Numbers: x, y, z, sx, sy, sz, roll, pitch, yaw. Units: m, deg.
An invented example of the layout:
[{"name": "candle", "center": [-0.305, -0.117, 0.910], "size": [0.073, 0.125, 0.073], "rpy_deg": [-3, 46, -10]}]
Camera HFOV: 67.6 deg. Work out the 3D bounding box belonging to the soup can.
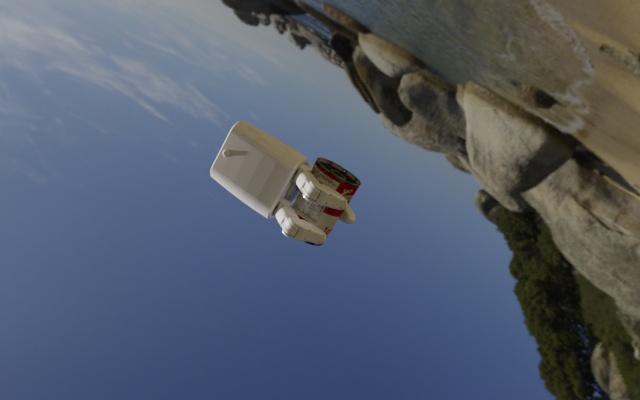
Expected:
[{"name": "soup can", "center": [0.000, 0.003, 0.652], "size": [0.068, 0.102, 0.068], "rpy_deg": [28, 16, -9]}]
